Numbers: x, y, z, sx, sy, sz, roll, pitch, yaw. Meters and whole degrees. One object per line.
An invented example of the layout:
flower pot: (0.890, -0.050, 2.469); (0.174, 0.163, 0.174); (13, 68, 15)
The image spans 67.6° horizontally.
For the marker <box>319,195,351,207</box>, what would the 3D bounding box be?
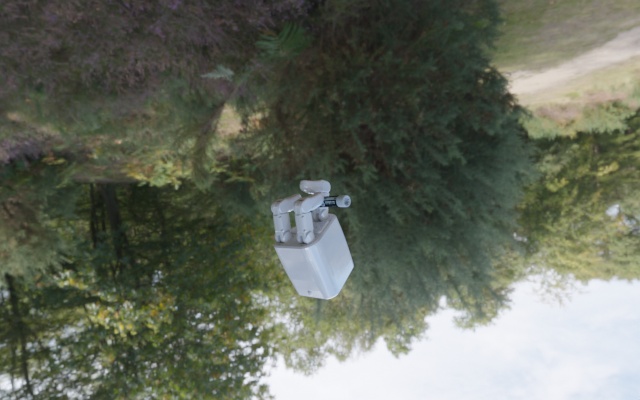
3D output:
marker: (0.000, 0.003, 0.800); (0.020, 0.020, 0.121); (0, -2, -44)
